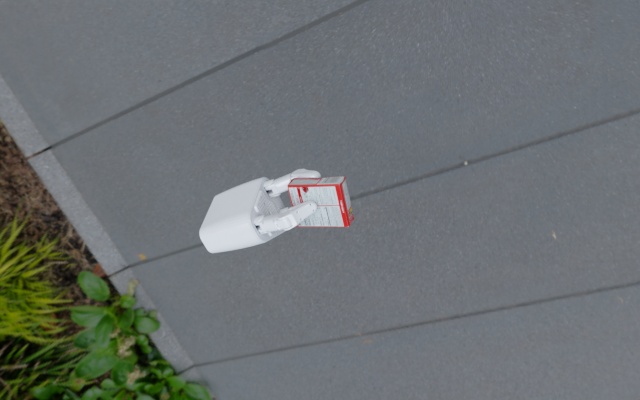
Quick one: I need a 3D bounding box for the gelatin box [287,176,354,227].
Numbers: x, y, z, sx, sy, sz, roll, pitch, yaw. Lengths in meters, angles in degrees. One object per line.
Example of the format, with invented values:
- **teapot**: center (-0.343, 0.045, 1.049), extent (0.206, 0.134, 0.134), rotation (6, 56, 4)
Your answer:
- **gelatin box**: center (0.000, 0.003, 0.721), extent (0.089, 0.073, 0.030), rotation (-1, 29, 24)
